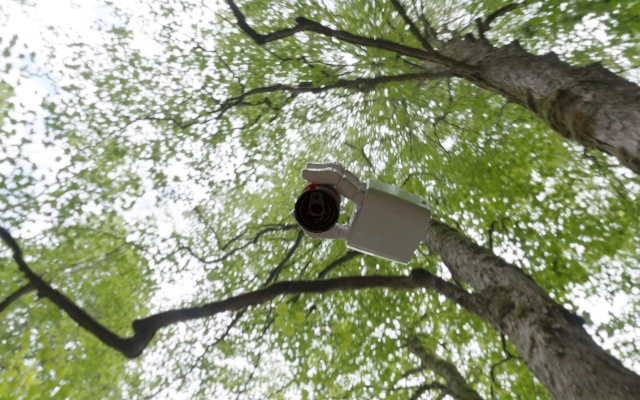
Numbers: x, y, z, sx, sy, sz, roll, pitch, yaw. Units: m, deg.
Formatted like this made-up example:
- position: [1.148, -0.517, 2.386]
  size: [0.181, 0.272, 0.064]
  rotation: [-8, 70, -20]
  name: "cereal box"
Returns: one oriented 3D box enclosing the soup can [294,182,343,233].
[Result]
- position: [0.000, 0.002, 0.752]
  size: [0.068, 0.068, 0.102]
  rotation: [0, 16, 7]
  name: "soup can"
